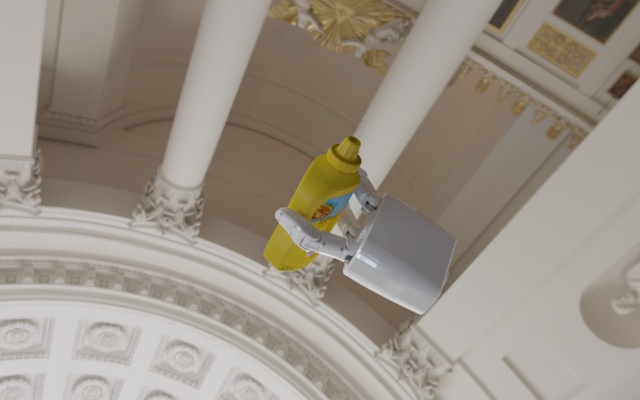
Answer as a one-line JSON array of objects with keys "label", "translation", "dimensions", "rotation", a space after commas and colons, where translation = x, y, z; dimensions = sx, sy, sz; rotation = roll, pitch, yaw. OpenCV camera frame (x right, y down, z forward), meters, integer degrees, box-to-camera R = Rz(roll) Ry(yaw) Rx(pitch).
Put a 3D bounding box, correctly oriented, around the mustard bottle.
[{"label": "mustard bottle", "translation": [0.000, 0.002, 0.591], "dimensions": [0.058, 0.192, 0.096], "rotation": [44, 37, 20]}]
